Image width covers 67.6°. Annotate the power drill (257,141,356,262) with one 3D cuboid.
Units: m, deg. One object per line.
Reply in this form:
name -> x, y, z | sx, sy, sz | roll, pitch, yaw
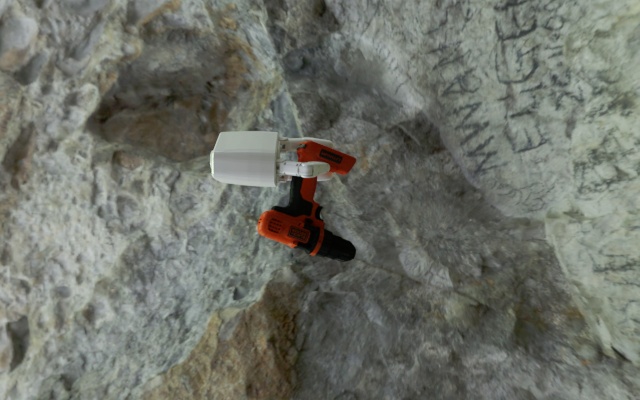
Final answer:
power drill -> 0.000, 0.002, 0.844 | 0.184, 0.187, 0.057 | 21, -9, -18
